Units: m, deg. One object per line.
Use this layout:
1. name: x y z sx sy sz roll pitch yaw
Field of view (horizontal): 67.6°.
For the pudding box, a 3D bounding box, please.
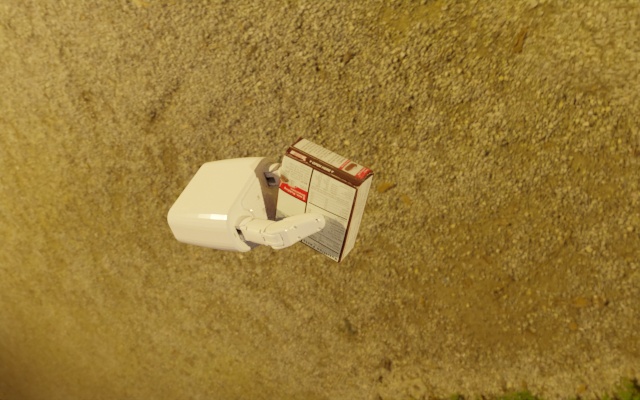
1. pudding box: 0.000 0.002 0.507 0.090 0.114 0.039 26 44 17
